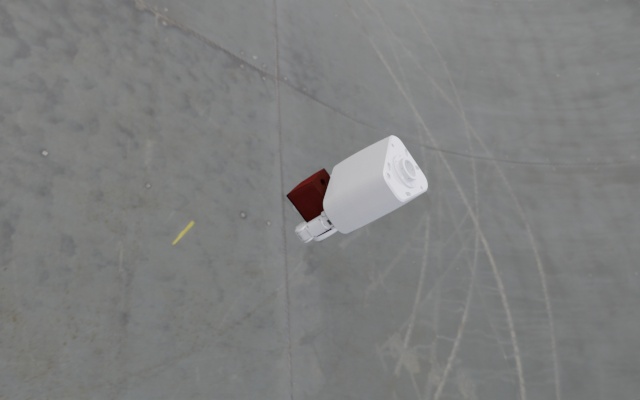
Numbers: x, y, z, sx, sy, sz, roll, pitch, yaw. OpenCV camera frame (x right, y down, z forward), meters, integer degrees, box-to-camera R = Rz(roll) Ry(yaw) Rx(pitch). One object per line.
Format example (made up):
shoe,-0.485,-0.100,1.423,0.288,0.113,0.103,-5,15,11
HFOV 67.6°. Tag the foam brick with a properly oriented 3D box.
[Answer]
foam brick,0.000,0.002,0.699,0.051,0.078,0.053,-30,11,33
